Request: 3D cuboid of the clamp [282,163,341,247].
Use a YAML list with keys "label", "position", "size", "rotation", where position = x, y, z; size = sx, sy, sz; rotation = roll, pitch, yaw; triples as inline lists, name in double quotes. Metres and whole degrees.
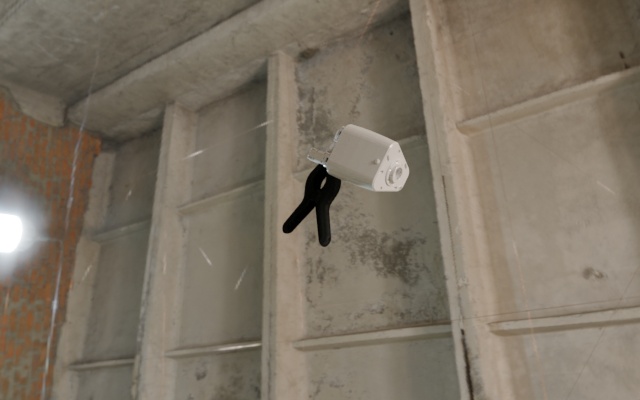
- label: "clamp"
  position: [0.000, 0.003, 0.893]
  size: [0.120, 0.171, 0.039]
  rotation: [26, 3, 38]
